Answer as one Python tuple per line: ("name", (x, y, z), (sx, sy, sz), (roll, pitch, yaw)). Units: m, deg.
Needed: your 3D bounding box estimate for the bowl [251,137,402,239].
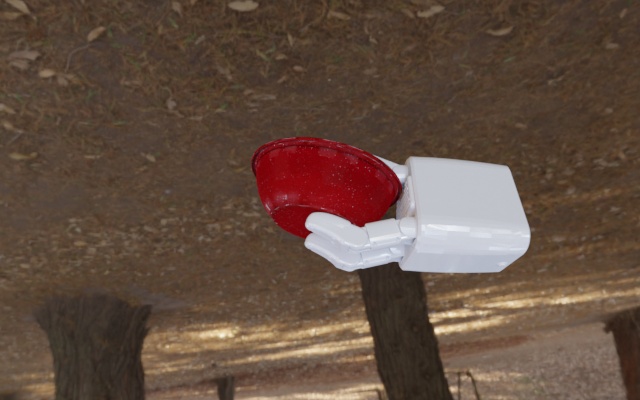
("bowl", (-0.001, 0.002, 0.495), (0.162, 0.055, 0.162), (11, -25, 5))
